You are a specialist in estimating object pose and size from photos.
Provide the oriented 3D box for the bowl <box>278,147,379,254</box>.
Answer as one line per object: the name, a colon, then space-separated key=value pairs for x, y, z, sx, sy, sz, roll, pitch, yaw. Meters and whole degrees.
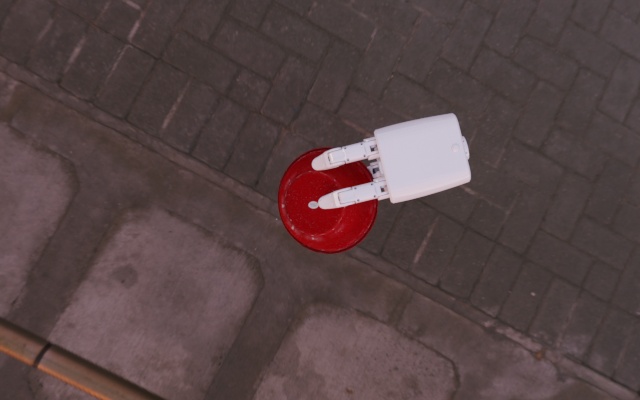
bowl: x=-0.001 y=0.003 z=0.697 sx=0.162 sy=0.162 sz=0.055 roll=0 pitch=4 yaw=20
